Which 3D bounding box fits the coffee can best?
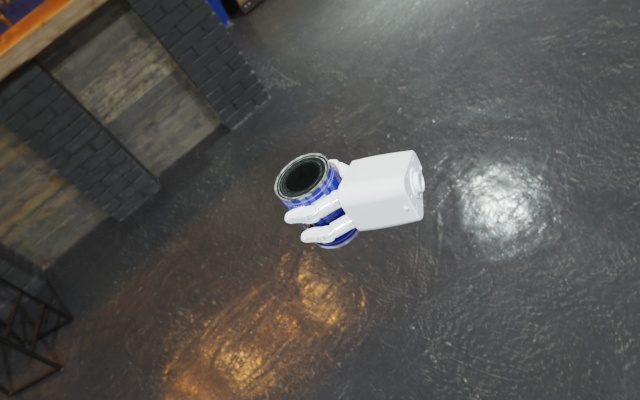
[{"bbox_3d":[0.000,0.003,0.825,0.103,0.102,0.140,0,-38,35],"label":"coffee can"}]
